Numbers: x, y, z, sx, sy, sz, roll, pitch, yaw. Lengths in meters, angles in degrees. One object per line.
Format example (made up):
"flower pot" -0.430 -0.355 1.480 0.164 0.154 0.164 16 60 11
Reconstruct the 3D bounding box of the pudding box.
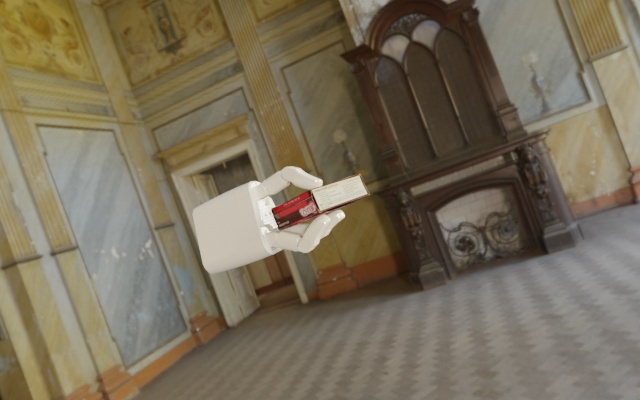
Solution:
"pudding box" 0.000 0.002 0.677 0.090 0.039 0.113 -23 -1 44
